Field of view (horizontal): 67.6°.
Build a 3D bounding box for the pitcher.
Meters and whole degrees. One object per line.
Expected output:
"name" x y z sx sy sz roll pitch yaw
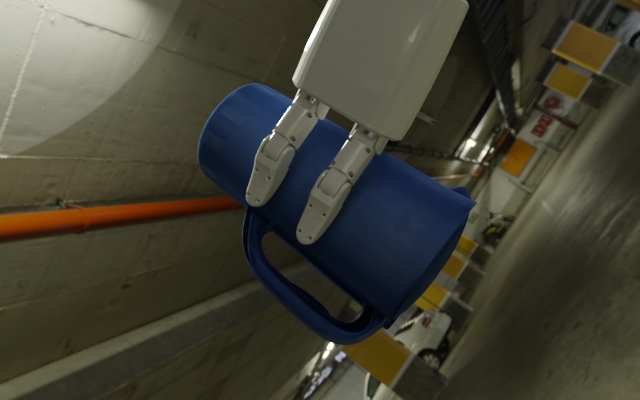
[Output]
"pitcher" 0.000 0.001 0.437 0.243 0.145 0.149 35 22 17
